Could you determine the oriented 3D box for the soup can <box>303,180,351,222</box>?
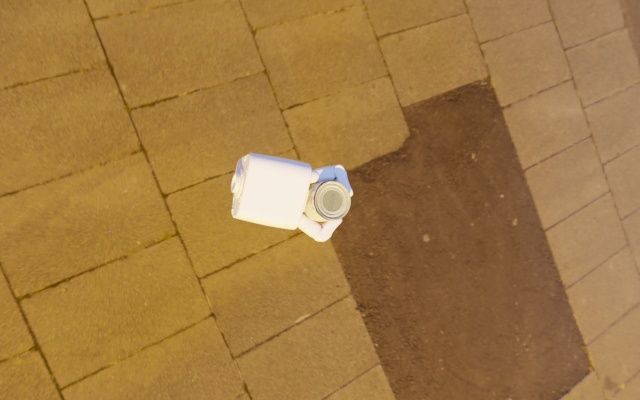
[{"bbox_3d":[0.001,0.003,0.819,0.068,0.068,0.102,0,-3,-24],"label":"soup can"}]
